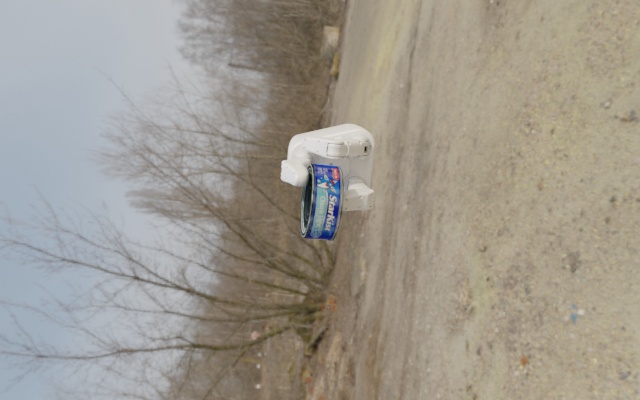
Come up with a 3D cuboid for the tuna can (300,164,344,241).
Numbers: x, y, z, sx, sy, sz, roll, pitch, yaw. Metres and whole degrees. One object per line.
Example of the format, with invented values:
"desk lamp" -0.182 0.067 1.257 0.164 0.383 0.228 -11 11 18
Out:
"tuna can" 0.000 0.002 0.536 0.034 0.086 0.086 6 -1 -10
